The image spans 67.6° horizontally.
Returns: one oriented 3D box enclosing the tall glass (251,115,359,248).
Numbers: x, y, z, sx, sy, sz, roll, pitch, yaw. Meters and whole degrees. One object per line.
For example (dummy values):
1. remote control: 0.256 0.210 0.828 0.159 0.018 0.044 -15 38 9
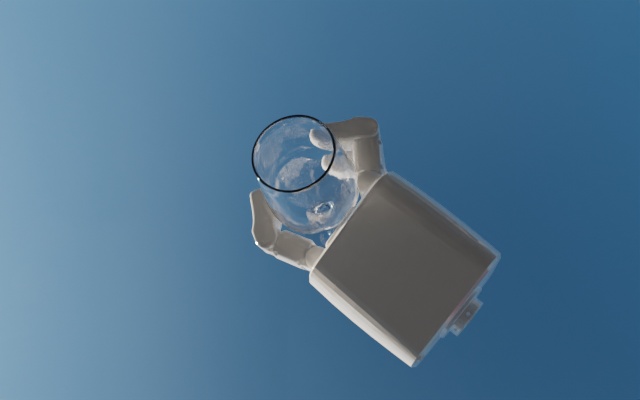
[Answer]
1. tall glass: 0.000 0.002 0.427 0.079 0.079 0.201 0 -21 13
